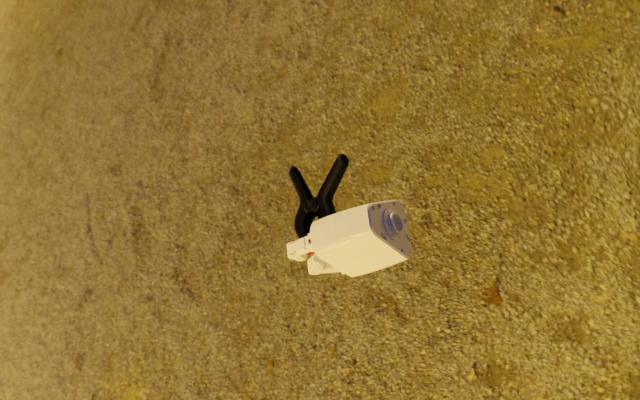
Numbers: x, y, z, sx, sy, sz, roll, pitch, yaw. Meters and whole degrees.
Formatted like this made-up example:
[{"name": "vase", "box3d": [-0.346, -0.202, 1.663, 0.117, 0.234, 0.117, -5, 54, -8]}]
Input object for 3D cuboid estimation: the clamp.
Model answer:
[{"name": "clamp", "box3d": [0.000, 0.003, 0.794, 0.120, 0.171, 0.039, -23, -27, 36]}]
